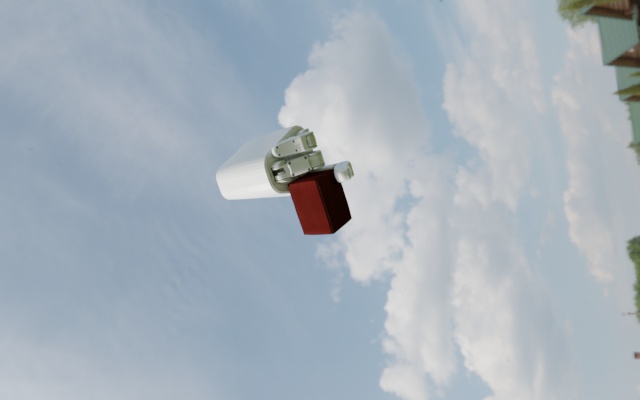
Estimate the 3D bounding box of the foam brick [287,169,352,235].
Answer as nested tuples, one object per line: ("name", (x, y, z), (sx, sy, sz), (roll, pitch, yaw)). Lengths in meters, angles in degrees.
("foam brick", (0.000, 0.002, 0.651), (0.051, 0.078, 0.053), (-9, 15, 37))
